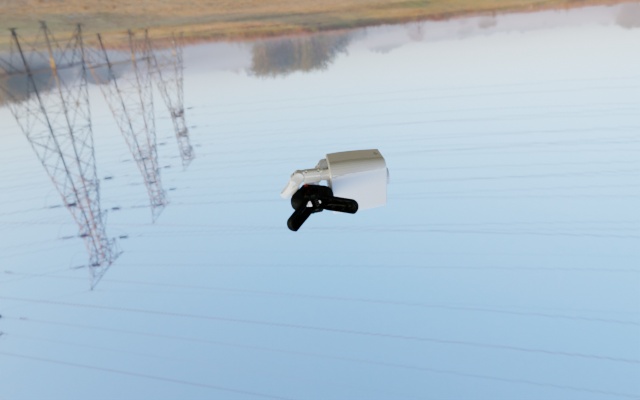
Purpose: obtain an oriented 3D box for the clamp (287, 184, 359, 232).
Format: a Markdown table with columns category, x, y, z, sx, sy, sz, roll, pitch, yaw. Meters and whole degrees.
| category | x | y | z | sx | sy | sz | roll | pitch | yaw |
| --- | --- | --- | --- | --- | --- | --- | --- | --- | --- |
| clamp | 0.000 | 0.003 | 0.837 | 0.120 | 0.039 | 0.171 | -8 | 22 | -1 |
